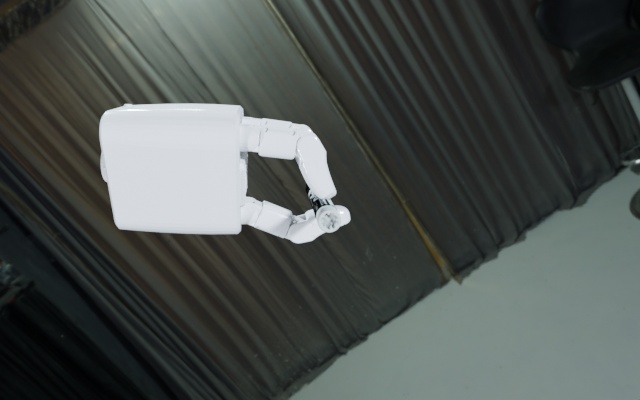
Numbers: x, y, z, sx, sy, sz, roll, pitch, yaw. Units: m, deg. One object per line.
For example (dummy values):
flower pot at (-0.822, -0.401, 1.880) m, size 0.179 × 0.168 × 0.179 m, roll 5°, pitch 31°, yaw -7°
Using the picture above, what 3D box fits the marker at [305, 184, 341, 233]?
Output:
marker at (0.000, 0.001, 0.431) m, size 0.020 × 0.020 × 0.121 m, roll 0°, pitch 15°, yaw -7°
